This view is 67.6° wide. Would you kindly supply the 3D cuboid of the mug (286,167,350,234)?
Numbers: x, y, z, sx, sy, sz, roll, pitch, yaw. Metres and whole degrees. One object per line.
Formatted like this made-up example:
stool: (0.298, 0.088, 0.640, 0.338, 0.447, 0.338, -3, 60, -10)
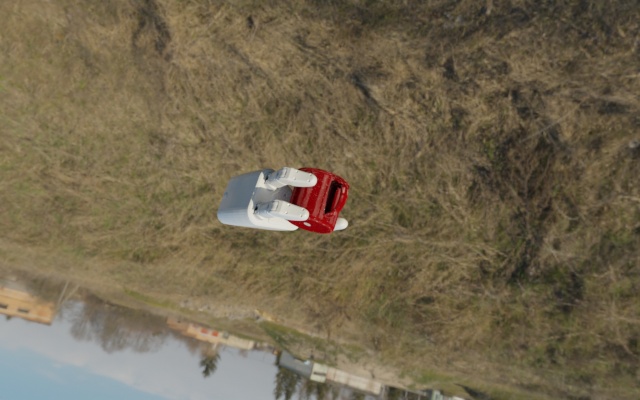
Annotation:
mug: (0.001, 0.003, 0.761, 0.093, 0.081, 0.117, 29, -21, -36)
